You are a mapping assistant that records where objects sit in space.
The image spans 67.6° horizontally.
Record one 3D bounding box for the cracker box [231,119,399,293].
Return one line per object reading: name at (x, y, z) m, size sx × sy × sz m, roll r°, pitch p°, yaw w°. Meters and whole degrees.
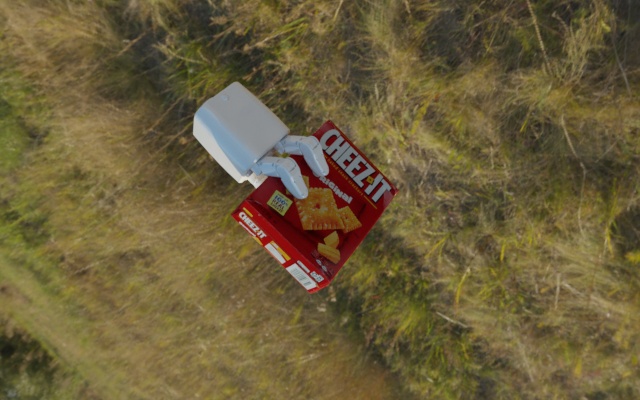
cracker box at (0.000, 0.003, 0.714) m, size 0.213 × 0.164 × 0.072 m, roll -48°, pitch 6°, yaw -35°
